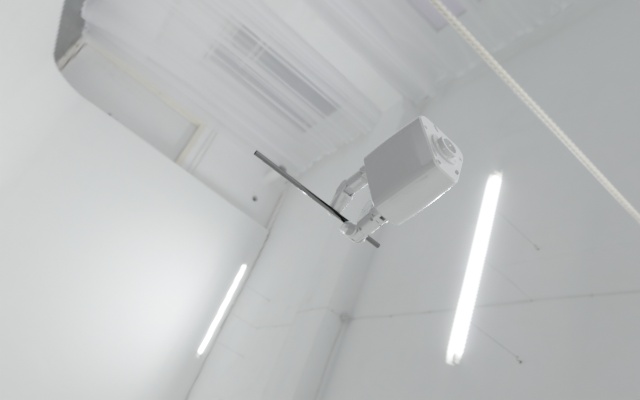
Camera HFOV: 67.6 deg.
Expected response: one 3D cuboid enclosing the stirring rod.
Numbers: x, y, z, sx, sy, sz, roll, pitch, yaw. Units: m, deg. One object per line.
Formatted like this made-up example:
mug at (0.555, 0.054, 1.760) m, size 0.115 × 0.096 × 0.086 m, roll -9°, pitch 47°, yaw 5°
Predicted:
stirring rod at (0.000, 0.002, 0.698) m, size 0.239 × 0.011 × 0.011 m, roll 37°, pitch -15°, yaw -20°
